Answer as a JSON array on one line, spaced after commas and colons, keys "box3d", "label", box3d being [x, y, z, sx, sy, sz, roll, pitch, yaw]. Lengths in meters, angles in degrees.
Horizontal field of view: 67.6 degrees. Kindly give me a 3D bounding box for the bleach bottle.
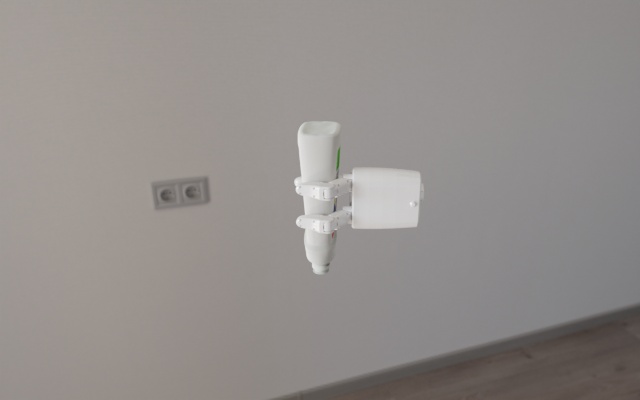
[{"box3d": [0.000, 0.003, 0.793, 0.068, 0.251, 0.102, 1, 23, 4], "label": "bleach bottle"}]
